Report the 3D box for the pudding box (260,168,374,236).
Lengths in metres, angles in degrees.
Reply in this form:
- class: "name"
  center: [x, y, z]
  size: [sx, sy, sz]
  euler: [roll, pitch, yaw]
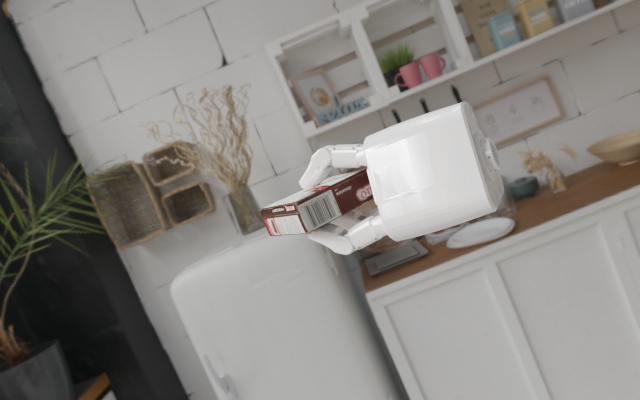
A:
- class: "pudding box"
  center: [0.000, 0.002, 0.548]
  size: [0.113, 0.039, 0.090]
  euler: [-25, 7, -32]
